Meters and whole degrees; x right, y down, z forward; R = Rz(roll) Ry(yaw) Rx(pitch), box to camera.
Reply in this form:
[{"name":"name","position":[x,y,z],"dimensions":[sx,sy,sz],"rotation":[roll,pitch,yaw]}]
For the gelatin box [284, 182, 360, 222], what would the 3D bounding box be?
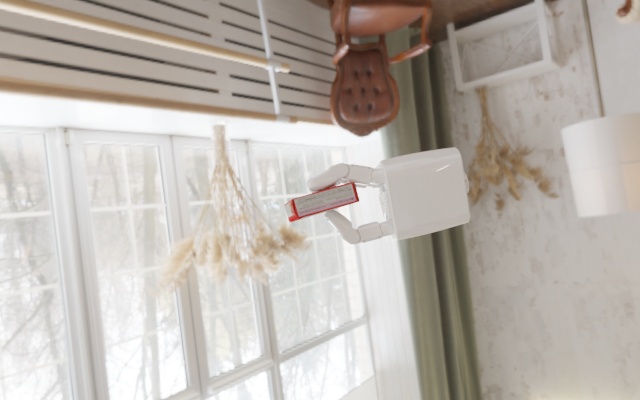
[{"name":"gelatin box","position":[0.000,0.003,0.649],"dimensions":[0.089,0.030,0.073],"rotation":[-16,-2,-13]}]
